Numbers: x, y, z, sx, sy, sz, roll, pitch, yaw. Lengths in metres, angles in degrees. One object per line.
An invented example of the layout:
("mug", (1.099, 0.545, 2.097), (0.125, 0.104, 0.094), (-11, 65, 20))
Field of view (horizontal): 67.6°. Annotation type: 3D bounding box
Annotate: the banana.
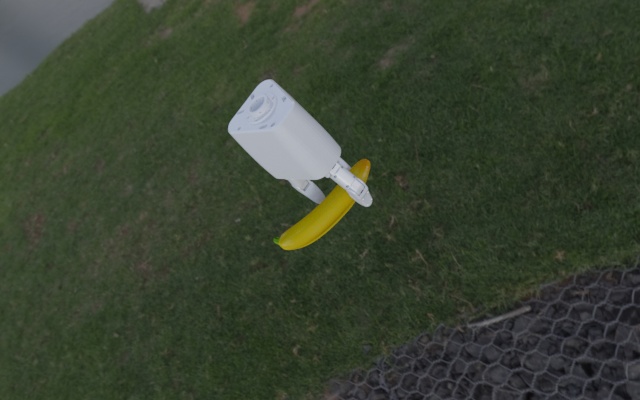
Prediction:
("banana", (0.003, 0.015, 0.710), (0.037, 0.198, 0.069), (41, 15, -38))
